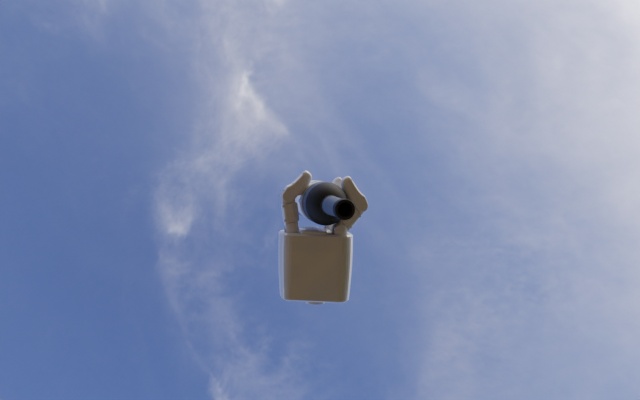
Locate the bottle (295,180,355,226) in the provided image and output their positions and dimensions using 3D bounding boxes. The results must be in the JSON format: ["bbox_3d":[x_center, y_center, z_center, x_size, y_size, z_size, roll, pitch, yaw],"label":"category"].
[{"bbox_3d":[0.000,0.002,0.757,0.069,0.069,0.295,0,4,-12],"label":"bottle"}]
